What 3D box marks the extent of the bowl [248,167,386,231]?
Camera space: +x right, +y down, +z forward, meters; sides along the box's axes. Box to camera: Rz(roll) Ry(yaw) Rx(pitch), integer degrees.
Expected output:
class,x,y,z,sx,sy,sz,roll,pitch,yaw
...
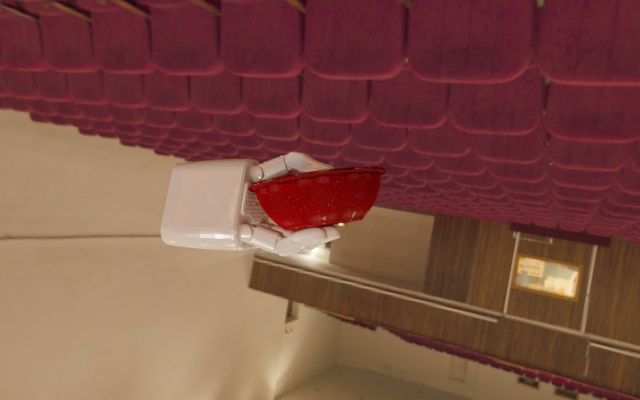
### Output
class,x,y,z,sx,sy,sz,roll,pitch,yaw
bowl,0.001,0.002,0.553,0.162,0.055,0.162,-8,-4,-1
